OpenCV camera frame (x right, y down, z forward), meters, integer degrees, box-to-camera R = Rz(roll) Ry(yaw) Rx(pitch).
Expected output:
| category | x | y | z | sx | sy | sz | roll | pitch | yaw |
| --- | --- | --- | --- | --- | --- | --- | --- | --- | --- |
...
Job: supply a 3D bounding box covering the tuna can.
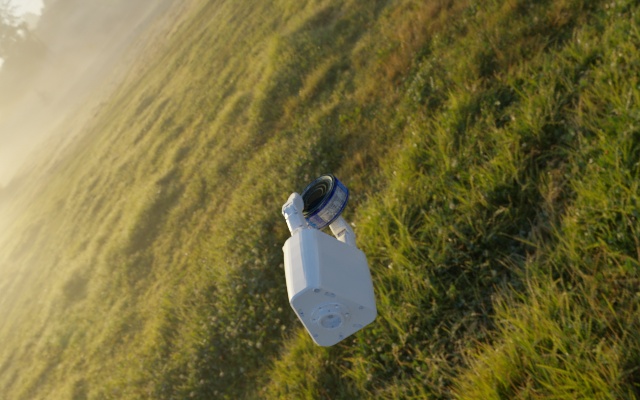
| category | x | y | z | sx | sy | sz | roll | pitch | yaw |
| --- | --- | --- | --- | --- | --- | --- | --- | --- | --- |
| tuna can | 0.000 | 0.002 | 0.707 | 0.034 | 0.086 | 0.086 | 42 | -22 | -26 |
